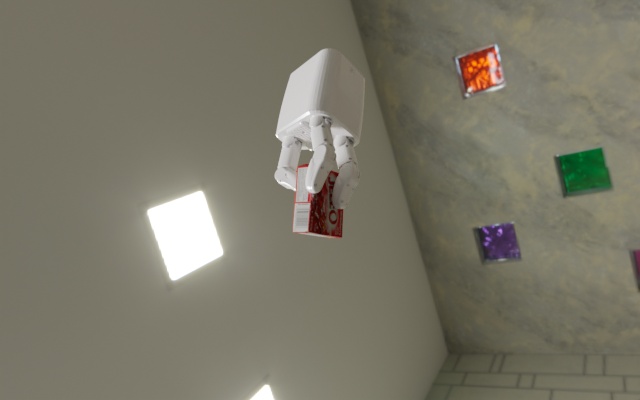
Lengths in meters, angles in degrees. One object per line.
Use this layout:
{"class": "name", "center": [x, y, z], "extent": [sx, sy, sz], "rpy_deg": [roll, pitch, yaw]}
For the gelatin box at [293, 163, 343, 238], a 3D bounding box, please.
{"class": "gelatin box", "center": [0.000, 0.002, 0.627], "extent": [0.030, 0.089, 0.073], "rpy_deg": [-2, -10, 37]}
